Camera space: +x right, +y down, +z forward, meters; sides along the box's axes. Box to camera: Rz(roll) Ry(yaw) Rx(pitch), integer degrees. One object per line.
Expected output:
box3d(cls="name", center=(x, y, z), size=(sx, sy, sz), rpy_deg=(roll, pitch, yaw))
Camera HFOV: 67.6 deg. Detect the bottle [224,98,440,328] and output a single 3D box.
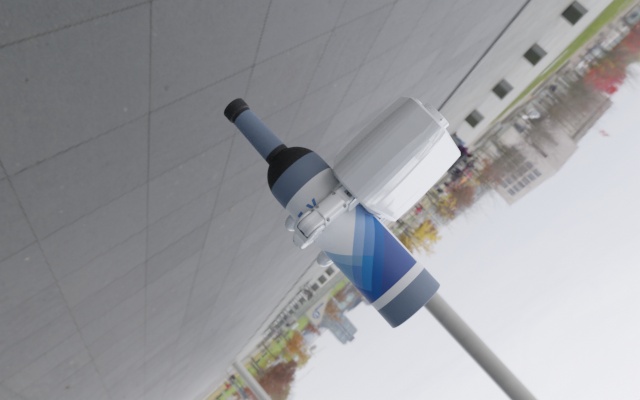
box3d(cls="bottle", center=(0.000, 0.002, 0.512), size=(0.069, 0.295, 0.069), rpy_deg=(-41, -9, -8))
